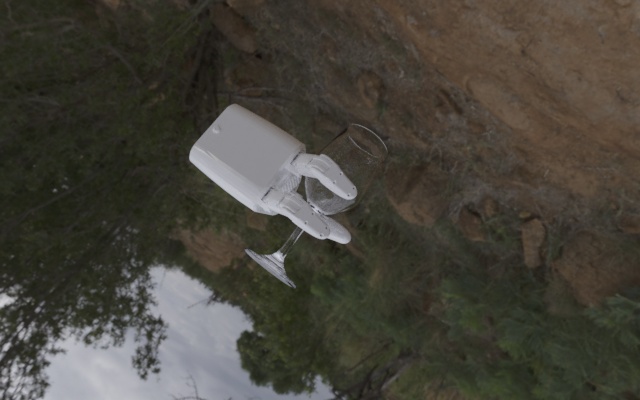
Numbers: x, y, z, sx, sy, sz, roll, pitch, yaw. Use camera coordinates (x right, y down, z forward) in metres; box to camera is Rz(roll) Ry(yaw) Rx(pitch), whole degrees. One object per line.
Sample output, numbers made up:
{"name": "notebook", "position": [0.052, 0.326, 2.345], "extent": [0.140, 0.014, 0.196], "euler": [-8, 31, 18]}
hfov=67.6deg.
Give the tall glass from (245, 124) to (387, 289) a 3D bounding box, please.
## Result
{"name": "tall glass", "position": [0.000, 0.003, 0.573], "extent": [0.079, 0.201, 0.079], "euler": [35, -15, 11]}
